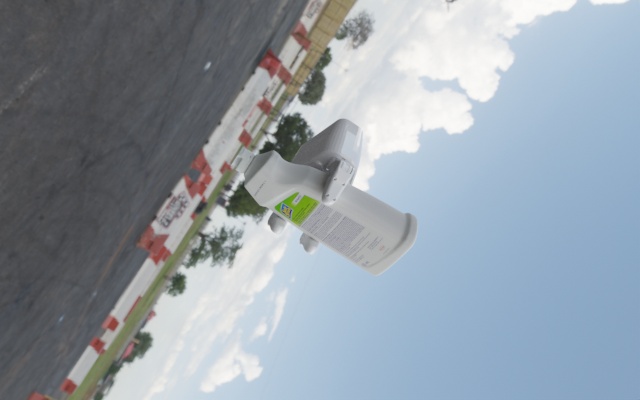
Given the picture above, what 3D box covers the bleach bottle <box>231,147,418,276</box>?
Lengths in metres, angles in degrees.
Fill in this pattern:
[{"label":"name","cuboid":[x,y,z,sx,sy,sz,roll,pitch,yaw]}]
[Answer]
[{"label":"bleach bottle","cuboid":[0.000,0.002,0.637,0.251,0.103,0.068,32,37,-11]}]
